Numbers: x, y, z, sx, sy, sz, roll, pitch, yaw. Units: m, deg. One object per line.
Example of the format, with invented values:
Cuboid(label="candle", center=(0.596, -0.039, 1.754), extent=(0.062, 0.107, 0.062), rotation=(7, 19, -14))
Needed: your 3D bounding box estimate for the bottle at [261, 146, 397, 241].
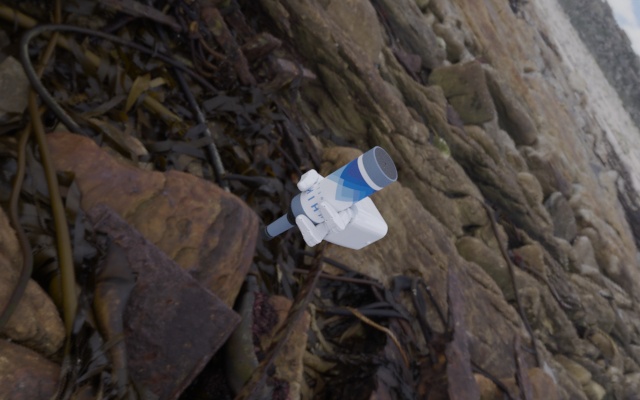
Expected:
Cuboid(label="bottle", center=(0.000, 0.003, 0.872), extent=(0.296, 0.069, 0.069), rotation=(-31, -17, 31))
